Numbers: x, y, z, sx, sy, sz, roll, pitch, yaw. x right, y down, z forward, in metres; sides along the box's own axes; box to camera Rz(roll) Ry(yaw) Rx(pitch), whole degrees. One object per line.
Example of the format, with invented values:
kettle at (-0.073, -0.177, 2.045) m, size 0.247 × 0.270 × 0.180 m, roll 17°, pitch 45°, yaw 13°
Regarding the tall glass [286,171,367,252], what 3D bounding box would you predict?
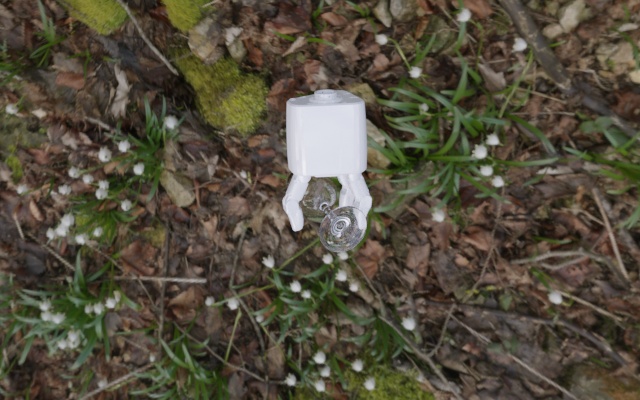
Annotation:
tall glass at (0.000, 0.003, 0.773) m, size 0.079 × 0.079 × 0.201 m, roll 0°, pitch 23°, yaw -21°
